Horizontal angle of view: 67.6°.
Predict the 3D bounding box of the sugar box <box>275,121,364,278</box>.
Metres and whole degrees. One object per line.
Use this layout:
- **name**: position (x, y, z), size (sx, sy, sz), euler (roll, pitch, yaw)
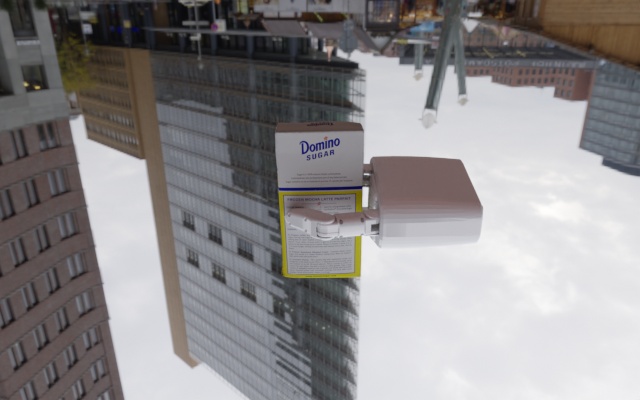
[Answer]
- **sugar box**: position (0.000, 0.002, 0.534), size (0.093, 0.176, 0.048), euler (0, 22, -1)
